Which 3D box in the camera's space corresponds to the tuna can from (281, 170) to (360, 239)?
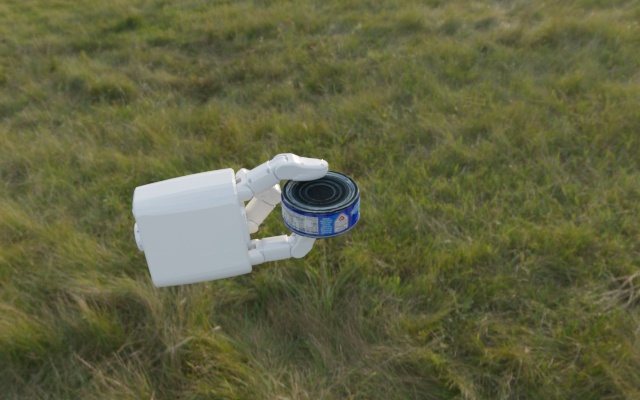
[{"bbox_3d":[0.000,0.001,0.515,0.086,0.034,0.086,-1,35,0],"label":"tuna can"}]
